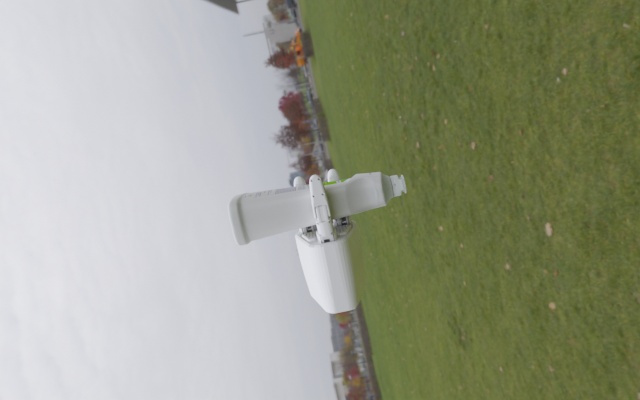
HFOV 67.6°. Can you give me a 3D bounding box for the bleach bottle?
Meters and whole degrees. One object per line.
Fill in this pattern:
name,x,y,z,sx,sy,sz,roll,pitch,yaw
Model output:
bleach bottle,0.000,0.002,0.693,0.251,0.068,0.102,-11,11,1
